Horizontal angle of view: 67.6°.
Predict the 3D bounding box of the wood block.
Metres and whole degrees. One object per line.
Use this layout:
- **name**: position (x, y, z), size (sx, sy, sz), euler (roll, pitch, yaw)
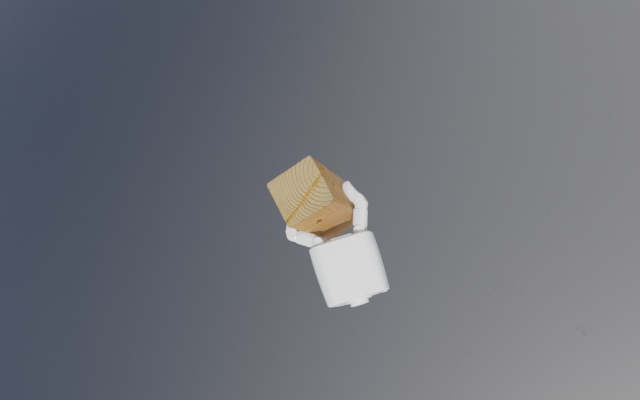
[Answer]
- **wood block**: position (0.001, 0.003, 0.864), size (0.091, 0.090, 0.206), euler (-32, -18, 11)
